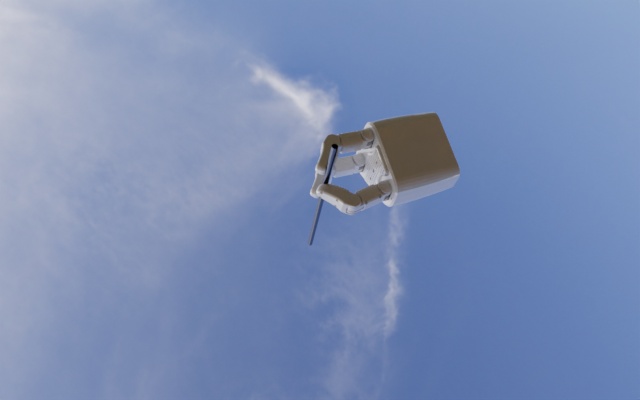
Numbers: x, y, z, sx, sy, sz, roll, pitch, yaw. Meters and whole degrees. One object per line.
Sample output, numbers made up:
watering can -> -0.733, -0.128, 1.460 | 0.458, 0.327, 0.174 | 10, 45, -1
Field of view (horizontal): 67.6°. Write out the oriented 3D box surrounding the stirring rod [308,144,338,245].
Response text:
stirring rod -> 0.000, 0.002, 0.662 | 0.011, 0.011, 0.240 | 0, -33, -10
